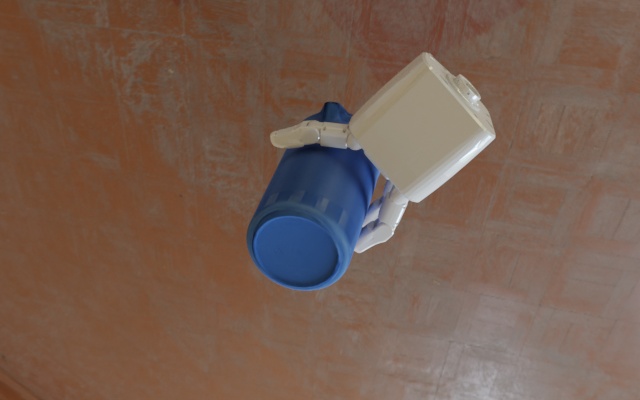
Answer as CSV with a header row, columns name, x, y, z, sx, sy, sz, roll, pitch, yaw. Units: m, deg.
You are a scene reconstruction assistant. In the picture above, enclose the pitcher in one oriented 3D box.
name,x,y,z,sx,sy,sz,roll,pitch,yaw
pitcher,0.000,0.002,0.575,0.145,0.149,0.242,-39,15,29
